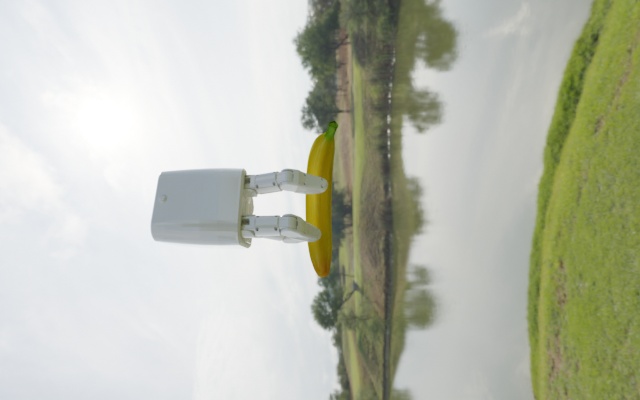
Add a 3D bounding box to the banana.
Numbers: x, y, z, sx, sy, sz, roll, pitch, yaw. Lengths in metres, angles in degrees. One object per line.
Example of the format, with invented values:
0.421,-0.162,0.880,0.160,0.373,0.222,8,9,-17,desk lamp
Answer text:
-0.001,-0.001,0.629,0.037,0.198,0.069,2,-1,-4,banana
